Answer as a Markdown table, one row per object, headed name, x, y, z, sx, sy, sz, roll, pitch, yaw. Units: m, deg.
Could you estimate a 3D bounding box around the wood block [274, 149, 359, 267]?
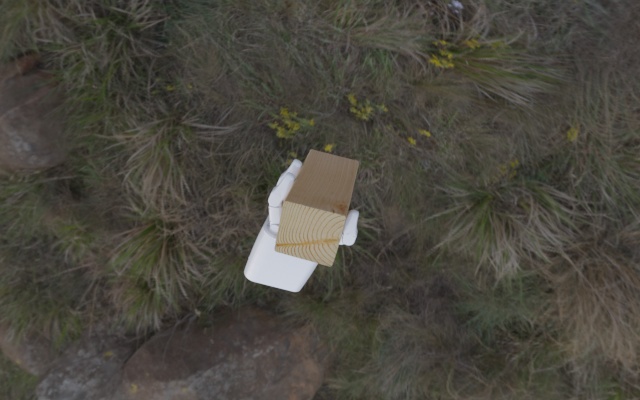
| name | x | y | z | sx | sy | sz | roll | pitch | yaw |
| --- | --- | --- | --- | --- | --- | --- | --- | --- | --- |
| wood block | 0.000 | 0.003 | 0.763 | 0.091 | 0.090 | 0.206 | 15 | 28 | 2 |
